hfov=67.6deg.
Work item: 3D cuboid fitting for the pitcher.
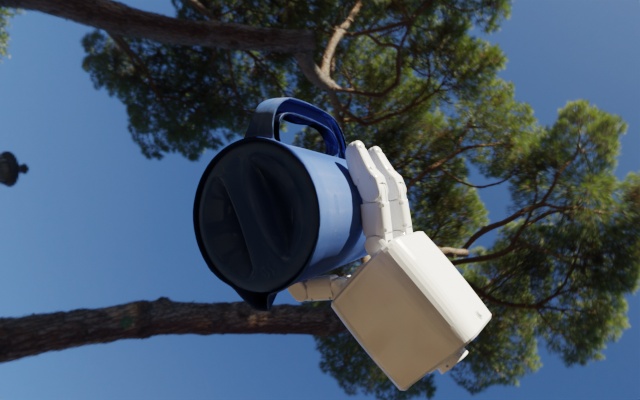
[{"bbox_3d":[0.000,0.002,0.495,0.149,0.145,0.243,-48,-21,22],"label":"pitcher"}]
